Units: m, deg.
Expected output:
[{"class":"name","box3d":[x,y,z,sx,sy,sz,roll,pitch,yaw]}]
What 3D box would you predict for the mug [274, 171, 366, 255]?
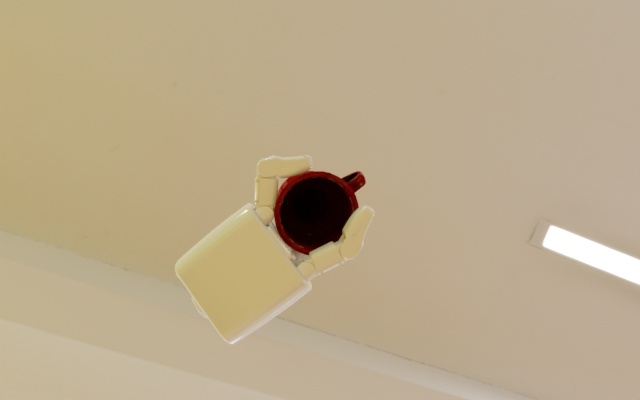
[{"class":"mug","box3d":[0.001,0.001,0.554,0.117,0.093,0.081,-36,12,-2]}]
